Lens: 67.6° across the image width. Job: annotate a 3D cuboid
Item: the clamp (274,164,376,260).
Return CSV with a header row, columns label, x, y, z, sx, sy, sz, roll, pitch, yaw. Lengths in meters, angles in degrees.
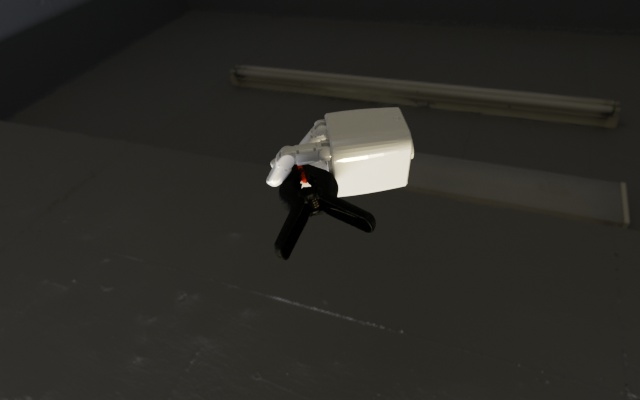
label,x,y,z,sx,sy,sz,roll,pitch,yaw
clamp,0.000,0.002,0.601,0.120,0.039,0.171,-7,39,0
